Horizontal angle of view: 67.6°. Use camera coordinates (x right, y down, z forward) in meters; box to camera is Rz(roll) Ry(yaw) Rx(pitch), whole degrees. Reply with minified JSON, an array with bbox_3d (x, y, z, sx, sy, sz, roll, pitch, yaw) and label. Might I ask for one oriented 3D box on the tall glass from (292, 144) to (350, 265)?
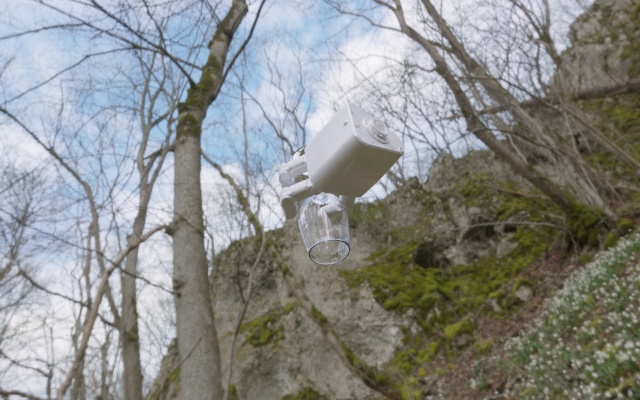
[{"bbox_3d":[0.000,0.002,0.759,0.079,0.200,0.079,-5,-41,-5],"label":"tall glass"}]
